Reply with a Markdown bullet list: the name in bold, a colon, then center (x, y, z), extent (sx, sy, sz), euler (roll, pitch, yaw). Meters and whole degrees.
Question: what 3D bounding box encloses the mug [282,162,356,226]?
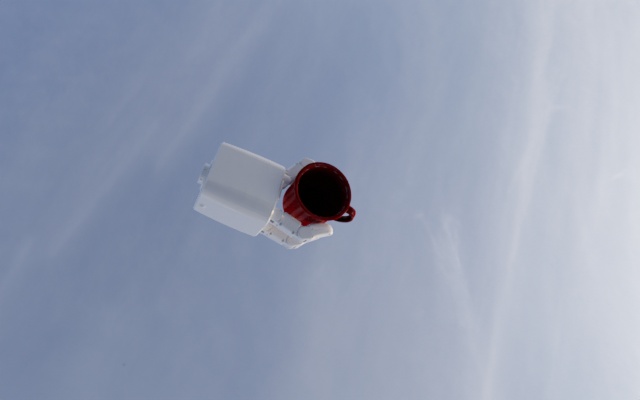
- **mug**: center (0.001, 0.003, 0.750), extent (0.117, 0.093, 0.081), euler (26, -25, -14)
